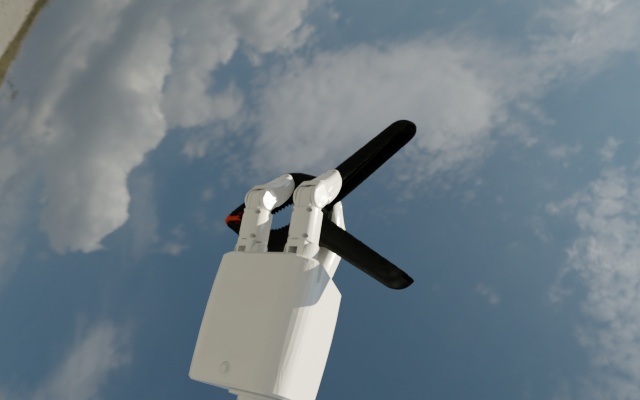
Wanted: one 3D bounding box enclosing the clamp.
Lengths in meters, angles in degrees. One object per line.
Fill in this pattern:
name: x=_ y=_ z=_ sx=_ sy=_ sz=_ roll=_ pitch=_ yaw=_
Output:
clamp: x=0.000 y=0.002 z=0.466 sx=0.210 sy=0.164 sz=0.036 roll=-3 pitch=-29 yaw=32
